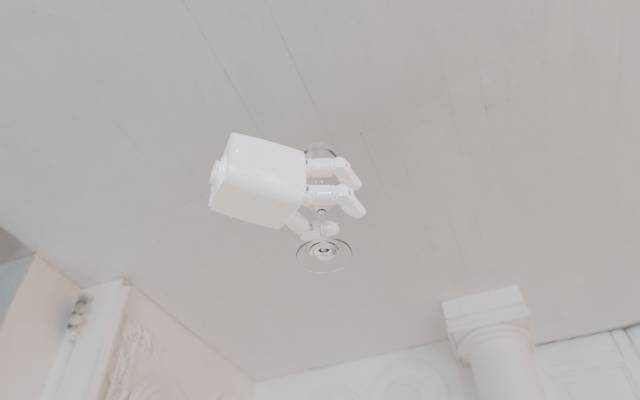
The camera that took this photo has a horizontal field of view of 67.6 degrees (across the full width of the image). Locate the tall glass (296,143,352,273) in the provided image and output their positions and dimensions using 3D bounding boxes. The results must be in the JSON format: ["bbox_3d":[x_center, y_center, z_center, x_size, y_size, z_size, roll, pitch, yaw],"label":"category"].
[{"bbox_3d":[0.000,0.003,0.696,0.079,0.200,0.079,-2,-45,-2],"label":"tall glass"}]
